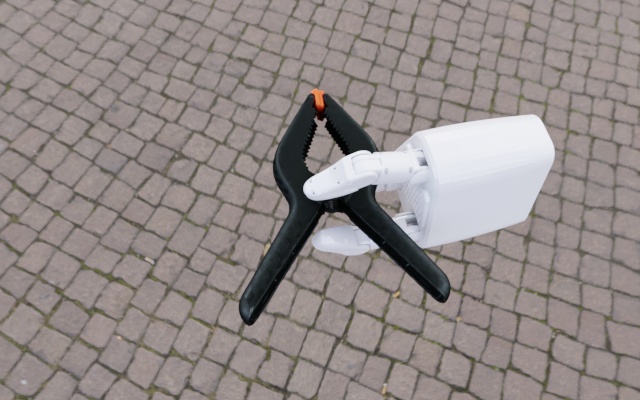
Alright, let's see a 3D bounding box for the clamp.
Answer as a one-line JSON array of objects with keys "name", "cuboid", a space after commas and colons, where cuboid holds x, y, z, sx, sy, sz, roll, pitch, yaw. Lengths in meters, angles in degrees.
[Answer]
[{"name": "clamp", "cuboid": [0.000, 0.000, 0.403, 0.164, 0.210, 0.036, -12, -23, -6]}]
